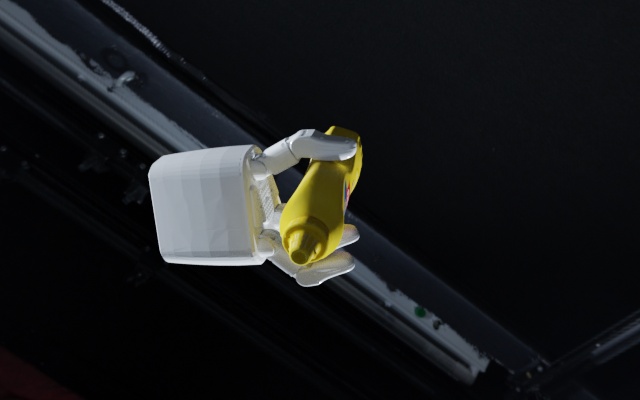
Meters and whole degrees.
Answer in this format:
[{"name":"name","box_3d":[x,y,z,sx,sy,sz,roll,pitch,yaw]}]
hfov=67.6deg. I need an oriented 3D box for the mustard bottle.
[{"name":"mustard bottle","box_3d":[0.000,0.001,0.471,0.058,0.096,0.191,19,30,2]}]
